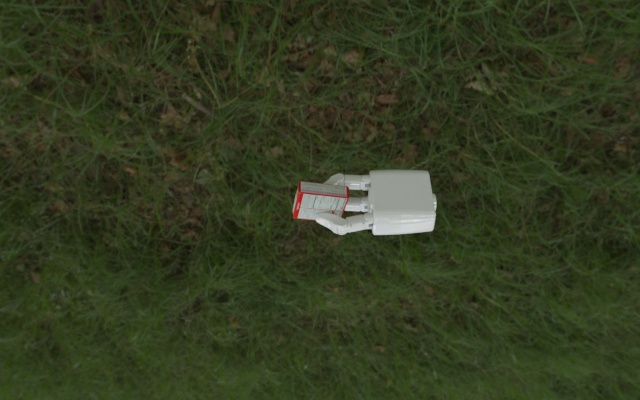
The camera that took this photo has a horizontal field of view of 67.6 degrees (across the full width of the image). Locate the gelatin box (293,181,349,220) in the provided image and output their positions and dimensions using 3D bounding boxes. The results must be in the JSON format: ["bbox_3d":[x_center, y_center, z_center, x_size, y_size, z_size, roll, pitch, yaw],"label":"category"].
[{"bbox_3d":[0.000,0.003,0.838,0.089,0.030,0.073,5,-39,-9],"label":"gelatin box"}]
